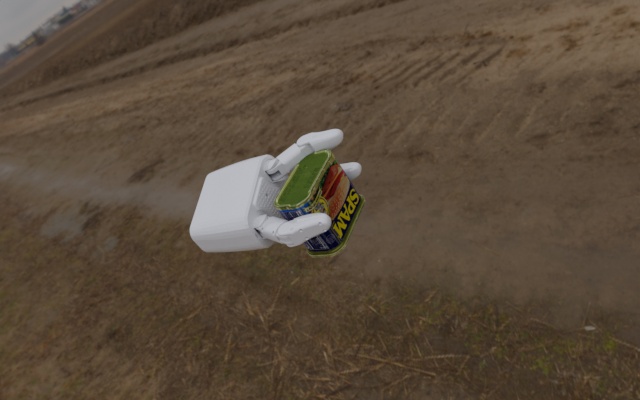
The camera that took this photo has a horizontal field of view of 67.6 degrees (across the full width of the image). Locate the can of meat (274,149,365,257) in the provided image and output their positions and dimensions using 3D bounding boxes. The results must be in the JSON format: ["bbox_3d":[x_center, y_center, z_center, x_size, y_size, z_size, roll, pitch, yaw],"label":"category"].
[{"bbox_3d":[0.000,0.002,0.569,0.057,0.102,0.084,-8,-49,38],"label":"can of meat"}]
